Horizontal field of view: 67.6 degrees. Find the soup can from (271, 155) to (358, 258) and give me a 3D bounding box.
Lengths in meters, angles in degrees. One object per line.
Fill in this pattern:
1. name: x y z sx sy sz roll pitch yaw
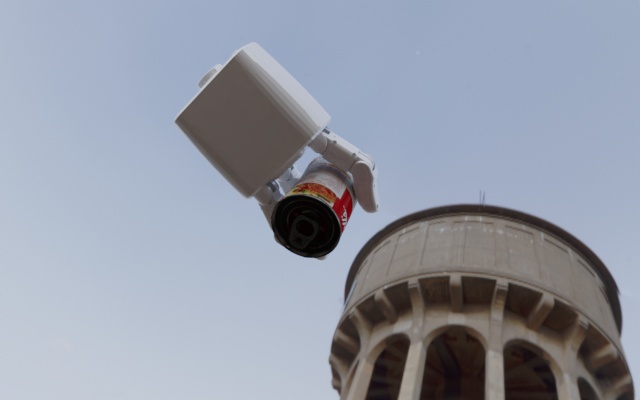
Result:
1. soup can: 0.001 0.002 0.479 0.068 0.068 0.102 0 27 19
